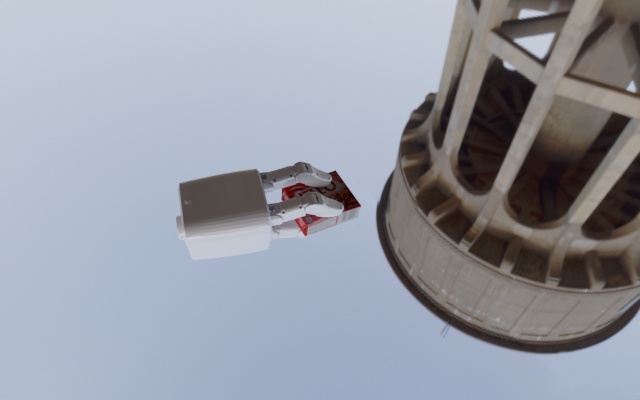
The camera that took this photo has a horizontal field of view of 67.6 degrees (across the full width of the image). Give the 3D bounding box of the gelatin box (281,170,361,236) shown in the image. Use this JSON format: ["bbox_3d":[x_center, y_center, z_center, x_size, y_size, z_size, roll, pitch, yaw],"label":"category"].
[{"bbox_3d":[0.000,0.002,0.662,0.089,0.073,0.030,-18,-35,-23],"label":"gelatin box"}]
